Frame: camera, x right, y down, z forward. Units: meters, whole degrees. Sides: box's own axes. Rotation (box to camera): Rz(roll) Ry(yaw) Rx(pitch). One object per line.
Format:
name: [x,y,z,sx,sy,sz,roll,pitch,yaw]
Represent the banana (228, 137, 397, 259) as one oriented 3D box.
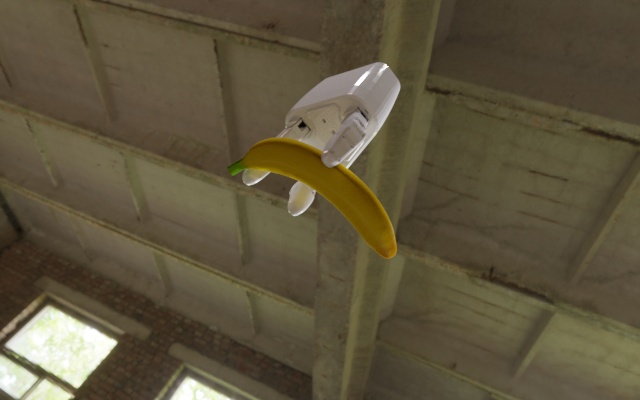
banana: [0.004,-0.012,0.489,0.198,0.070,0.037,30,41,2]
